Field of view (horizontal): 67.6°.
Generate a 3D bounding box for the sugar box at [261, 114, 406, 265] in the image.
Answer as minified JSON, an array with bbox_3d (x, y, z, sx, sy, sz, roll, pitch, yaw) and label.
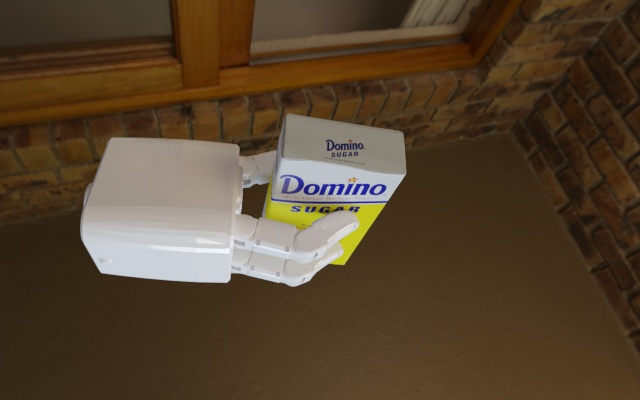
[{"bbox_3d":[0.000,0.002,0.415,0.093,0.048,0.176,7,-28,-9],"label":"sugar box"}]
